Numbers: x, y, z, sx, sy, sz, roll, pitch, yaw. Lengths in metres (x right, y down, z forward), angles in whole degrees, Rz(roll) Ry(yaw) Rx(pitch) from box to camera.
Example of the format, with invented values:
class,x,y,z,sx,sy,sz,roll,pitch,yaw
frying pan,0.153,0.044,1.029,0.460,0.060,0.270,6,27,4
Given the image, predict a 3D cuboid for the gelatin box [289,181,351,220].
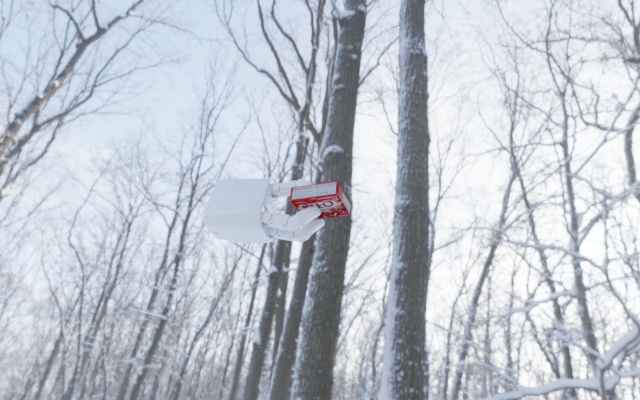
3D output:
class,x,y,z,sx,sy,sz,roll,pitch,yaw
gelatin box,0.000,0.002,0.836,0.089,0.030,0.073,-8,-34,19
